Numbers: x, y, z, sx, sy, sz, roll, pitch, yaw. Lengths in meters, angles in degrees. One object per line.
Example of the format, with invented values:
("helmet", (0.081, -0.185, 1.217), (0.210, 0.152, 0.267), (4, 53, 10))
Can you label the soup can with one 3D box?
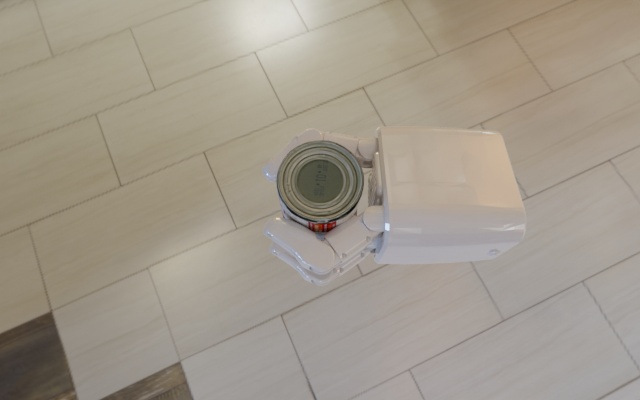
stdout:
("soup can", (0.000, 0.001, 0.401), (0.068, 0.068, 0.102), (0, -19, 0))
